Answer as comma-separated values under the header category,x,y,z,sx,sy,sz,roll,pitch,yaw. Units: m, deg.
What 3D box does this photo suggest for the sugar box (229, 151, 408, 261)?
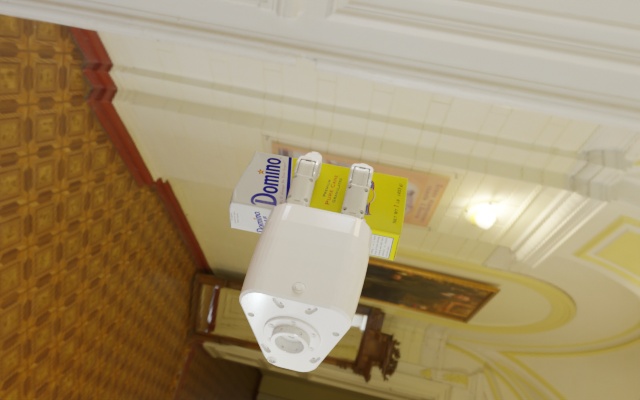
category,x,y,z,sx,sy,sz,roll,pitch,yaw
sugar box,0.000,0.001,0.511,0.176,0.048,0.093,12,42,5
